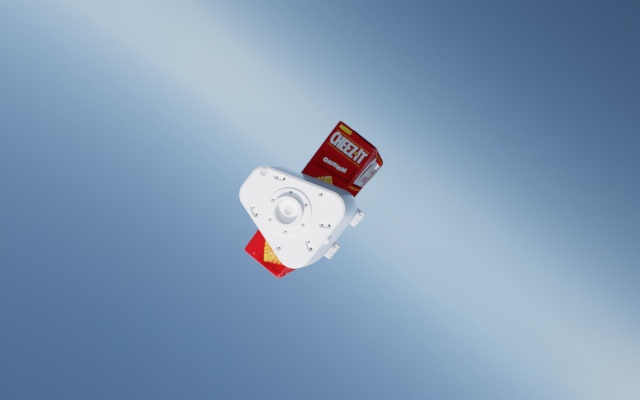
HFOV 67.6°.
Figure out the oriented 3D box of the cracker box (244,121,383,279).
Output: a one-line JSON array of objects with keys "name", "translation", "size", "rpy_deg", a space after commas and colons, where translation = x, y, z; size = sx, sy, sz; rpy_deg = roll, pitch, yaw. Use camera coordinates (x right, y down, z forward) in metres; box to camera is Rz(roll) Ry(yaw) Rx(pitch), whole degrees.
[{"name": "cracker box", "translation": [0.000, 0.002, 0.693], "size": [0.072, 0.214, 0.164], "rpy_deg": [39, 6, 8]}]
